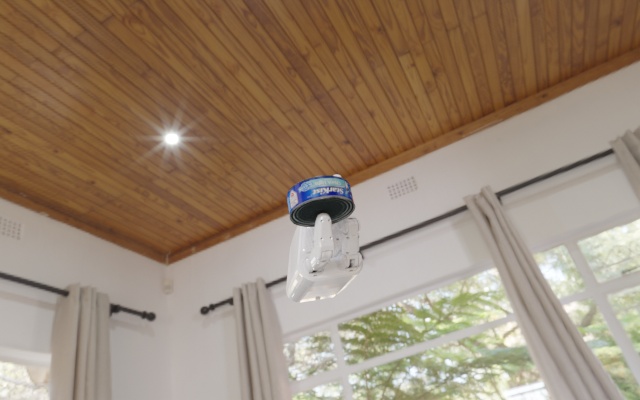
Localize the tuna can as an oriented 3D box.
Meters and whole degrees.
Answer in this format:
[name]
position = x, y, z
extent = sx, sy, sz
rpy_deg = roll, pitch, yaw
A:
[tuna can]
position = 0.000, 0.001, 0.619
extent = 0.086, 0.033, 0.086
rpy_deg = -9, -26, -4
